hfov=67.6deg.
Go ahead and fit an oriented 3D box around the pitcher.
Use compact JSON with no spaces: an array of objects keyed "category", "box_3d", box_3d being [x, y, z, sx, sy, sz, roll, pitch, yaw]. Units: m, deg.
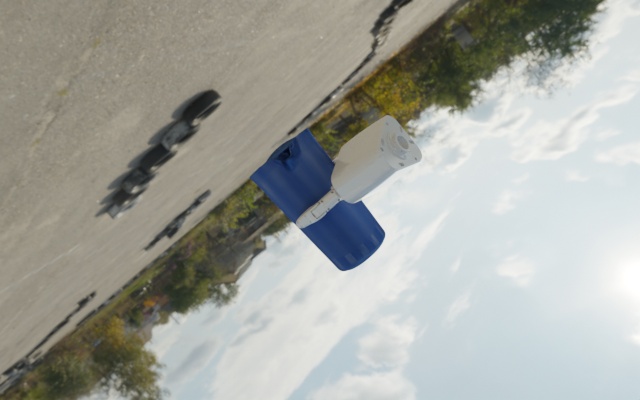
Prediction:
[{"category":"pitcher","box_3d":[0.000,0.003,0.852,0.145,0.243,0.149,-36,7,40]}]
